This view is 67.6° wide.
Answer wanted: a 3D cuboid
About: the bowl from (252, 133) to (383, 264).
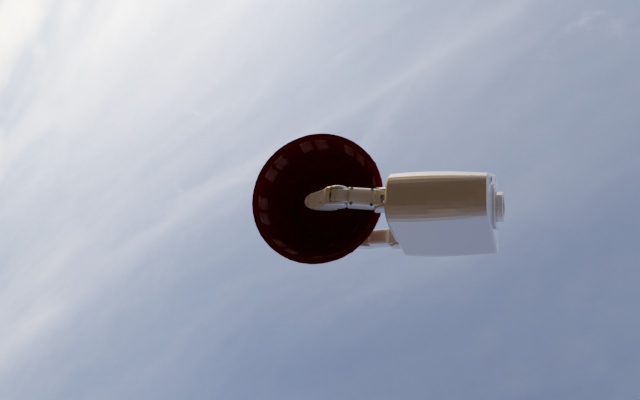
[{"bbox_3d":[-0.001,0.002,0.591,0.162,0.162,0.055,0,-15,14],"label":"bowl"}]
